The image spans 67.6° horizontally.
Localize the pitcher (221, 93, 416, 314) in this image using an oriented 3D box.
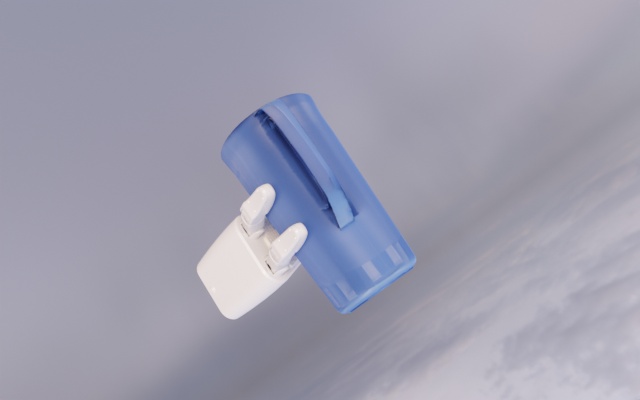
[{"bbox_3d":[0.000,0.002,0.551,0.145,0.242,0.149,-43,-14,31],"label":"pitcher"}]
